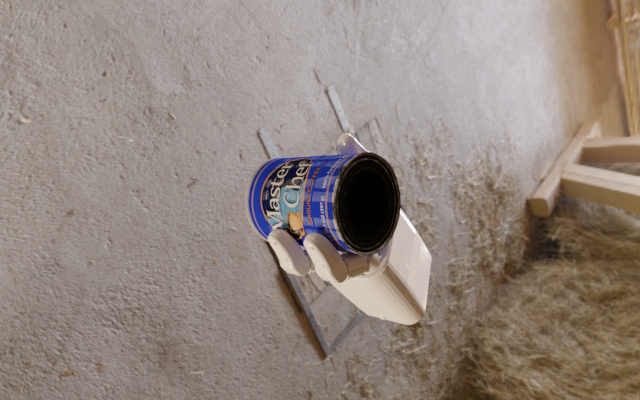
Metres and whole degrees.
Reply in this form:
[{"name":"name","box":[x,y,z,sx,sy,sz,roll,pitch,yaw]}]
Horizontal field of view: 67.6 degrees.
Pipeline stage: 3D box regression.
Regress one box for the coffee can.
[{"name":"coffee can","box":[0.000,0.002,0.519,0.103,0.103,0.140,0,1,-44]}]
